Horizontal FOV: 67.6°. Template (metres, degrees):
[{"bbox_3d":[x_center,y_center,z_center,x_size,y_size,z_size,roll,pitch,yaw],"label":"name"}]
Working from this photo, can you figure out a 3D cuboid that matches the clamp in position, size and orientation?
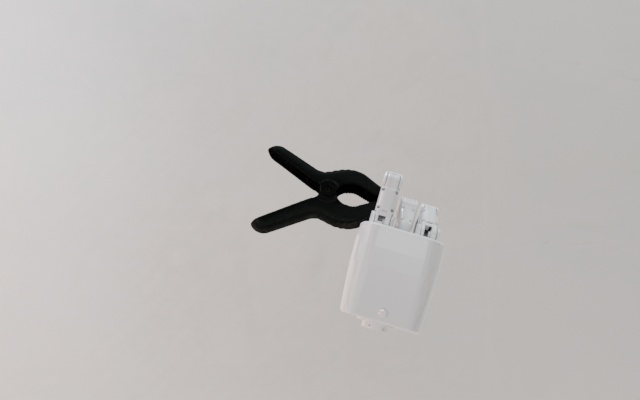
[{"bbox_3d":[0.000,0.002,0.584,0.171,0.120,0.039,15,-22,8],"label":"clamp"}]
